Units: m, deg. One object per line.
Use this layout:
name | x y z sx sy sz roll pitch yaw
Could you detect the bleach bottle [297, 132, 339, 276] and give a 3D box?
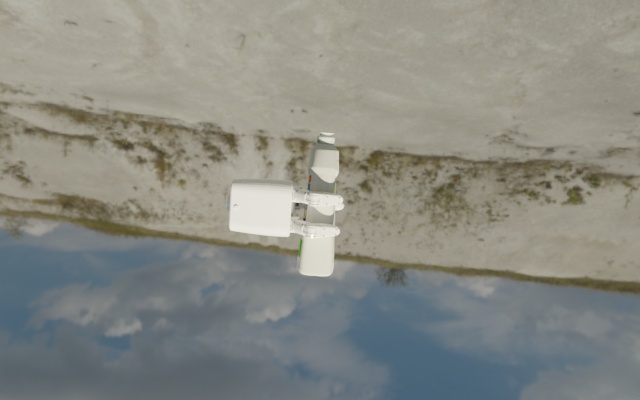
bleach bottle | 0.000 0.003 0.863 0.068 0.251 0.102 4 9 -2
